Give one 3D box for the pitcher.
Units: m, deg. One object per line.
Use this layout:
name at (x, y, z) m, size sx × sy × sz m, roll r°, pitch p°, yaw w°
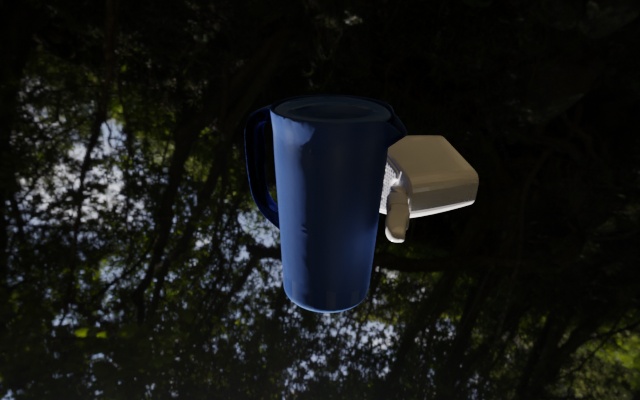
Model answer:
pitcher at (0.000, 0.002, 0.561) m, size 0.145 × 0.243 × 0.149 m, roll -8°, pitch 26°, yaw -22°
